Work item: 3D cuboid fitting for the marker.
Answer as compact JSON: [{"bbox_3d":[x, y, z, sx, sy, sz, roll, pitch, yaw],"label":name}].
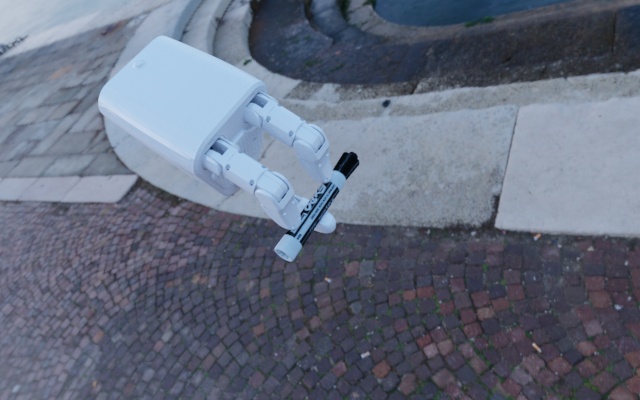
[{"bbox_3d":[0.000,0.001,0.427,0.020,0.121,0.020,28,-26,15],"label":"marker"}]
